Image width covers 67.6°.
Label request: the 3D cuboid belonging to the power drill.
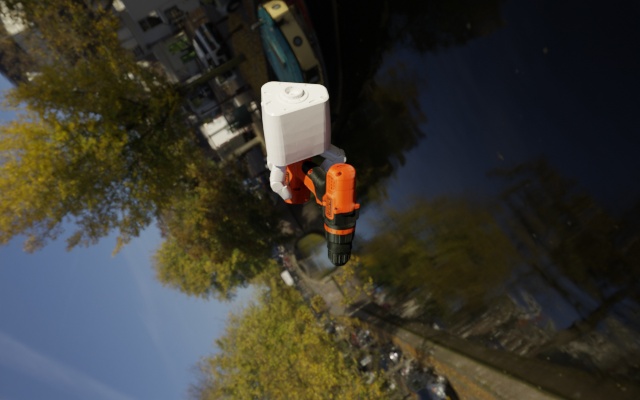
[{"bbox_3d":[0.000,0.002,0.847,0.057,0.184,0.187,-13,29,-30],"label":"power drill"}]
